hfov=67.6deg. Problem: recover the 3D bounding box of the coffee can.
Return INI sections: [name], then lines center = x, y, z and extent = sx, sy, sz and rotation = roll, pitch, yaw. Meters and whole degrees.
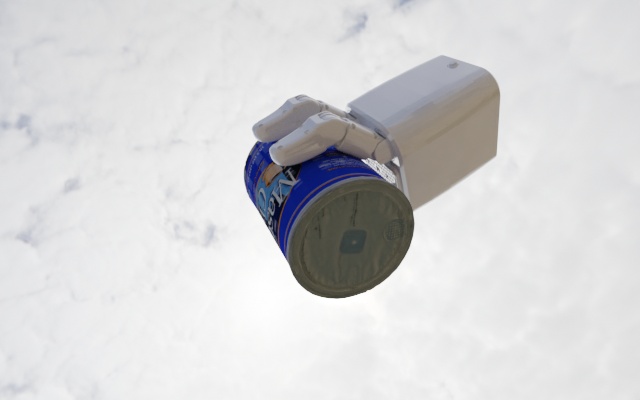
[coffee can]
center = 0.000, 0.002, 0.409
extent = 0.103, 0.103, 0.140
rotation = 0, 26, -24
